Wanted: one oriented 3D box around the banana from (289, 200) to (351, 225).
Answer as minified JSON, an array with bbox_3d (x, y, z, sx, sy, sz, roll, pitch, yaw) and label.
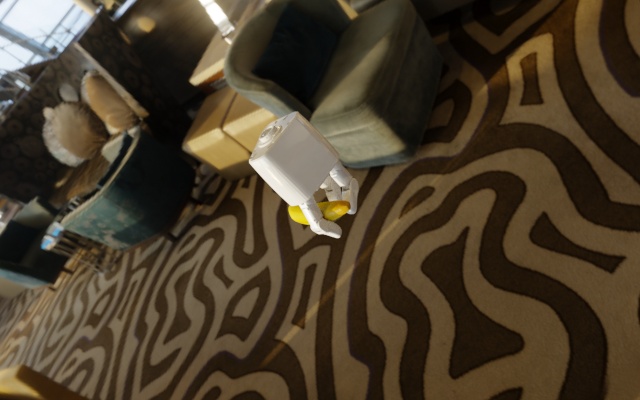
[{"bbox_3d":[-0.014,0.015,0.860,0.069,0.037,0.198,-44,20,-13],"label":"banana"}]
